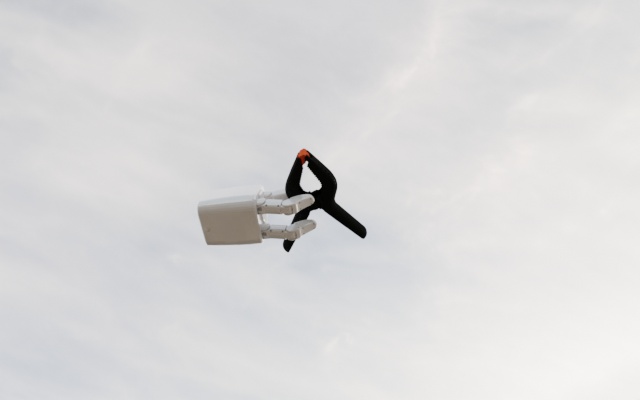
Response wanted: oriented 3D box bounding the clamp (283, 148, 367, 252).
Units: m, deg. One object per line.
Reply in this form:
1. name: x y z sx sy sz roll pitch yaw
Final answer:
1. clamp: 0.000 0.002 0.880 0.164 0.210 0.036 -5 31 1
